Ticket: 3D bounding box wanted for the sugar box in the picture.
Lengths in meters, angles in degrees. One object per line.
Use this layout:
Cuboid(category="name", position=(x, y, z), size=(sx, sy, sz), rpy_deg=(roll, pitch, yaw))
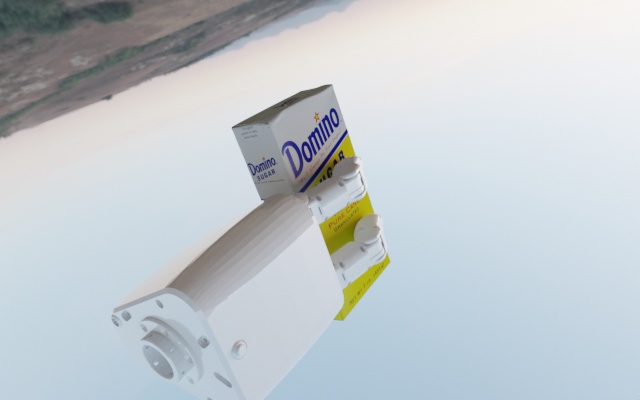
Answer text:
Cuboid(category="sugar box", position=(0.000, 0.001, 0.403), size=(0.048, 0.176, 0.093), rpy_deg=(-1, 27, 37))
